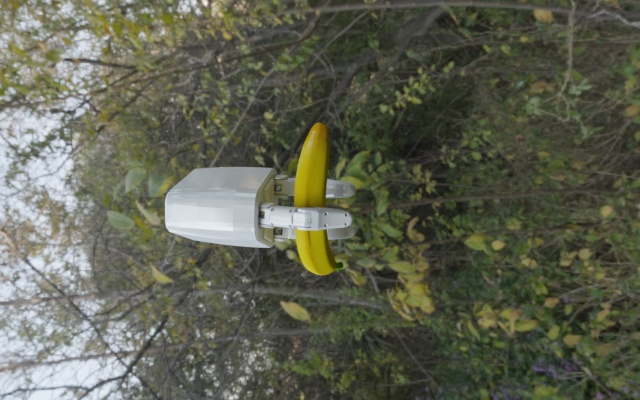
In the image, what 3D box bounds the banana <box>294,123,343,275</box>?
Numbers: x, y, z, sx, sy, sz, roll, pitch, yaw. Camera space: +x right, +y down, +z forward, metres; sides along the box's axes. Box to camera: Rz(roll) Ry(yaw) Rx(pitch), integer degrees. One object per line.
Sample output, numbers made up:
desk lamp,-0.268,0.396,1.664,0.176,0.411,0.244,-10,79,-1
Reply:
banana,-0.006,0.013,0.548,0.037,0.198,0.069,5,29,19
